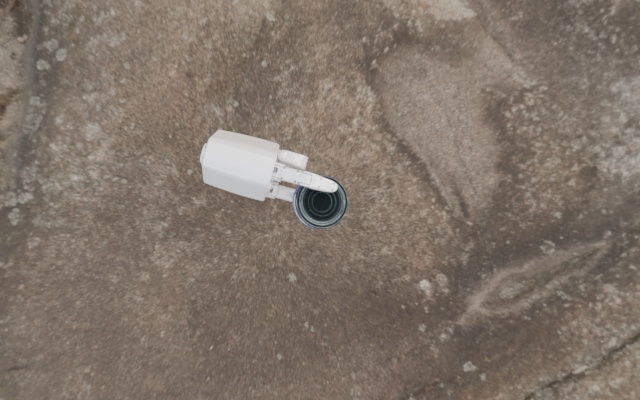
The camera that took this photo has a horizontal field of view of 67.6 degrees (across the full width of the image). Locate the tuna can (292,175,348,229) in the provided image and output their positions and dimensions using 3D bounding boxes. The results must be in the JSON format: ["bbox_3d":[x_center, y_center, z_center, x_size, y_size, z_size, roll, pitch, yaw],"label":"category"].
[{"bbox_3d":[0.000,0.002,0.756,0.086,0.086,0.034,0,-1,-11],"label":"tuna can"}]
